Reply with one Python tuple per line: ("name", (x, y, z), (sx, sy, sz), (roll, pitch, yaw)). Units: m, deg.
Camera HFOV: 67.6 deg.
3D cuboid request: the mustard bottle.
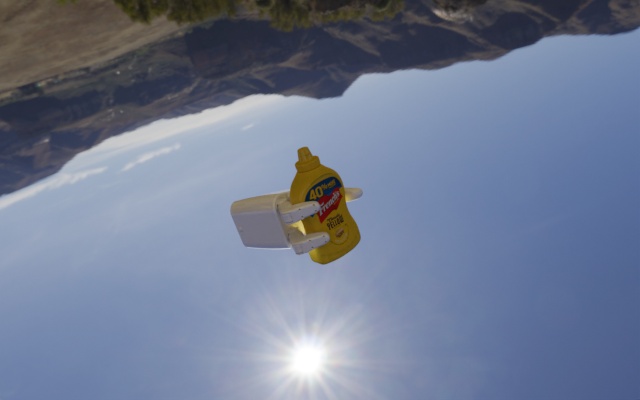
("mustard bottle", (0.000, 0.003, 0.789), (0.096, 0.192, 0.058), (-29, 22, -28))
